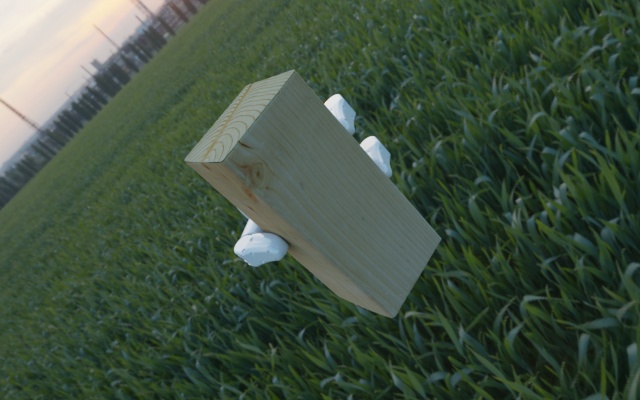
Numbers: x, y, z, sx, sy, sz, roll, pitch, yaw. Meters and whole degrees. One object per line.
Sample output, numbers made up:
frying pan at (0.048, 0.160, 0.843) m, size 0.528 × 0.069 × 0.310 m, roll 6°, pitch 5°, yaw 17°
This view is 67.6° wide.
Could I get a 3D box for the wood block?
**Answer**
wood block at (0.000, 0.001, 0.413) m, size 0.206 × 0.090 × 0.090 m, roll 44°, pitch -19°, yaw -27°
